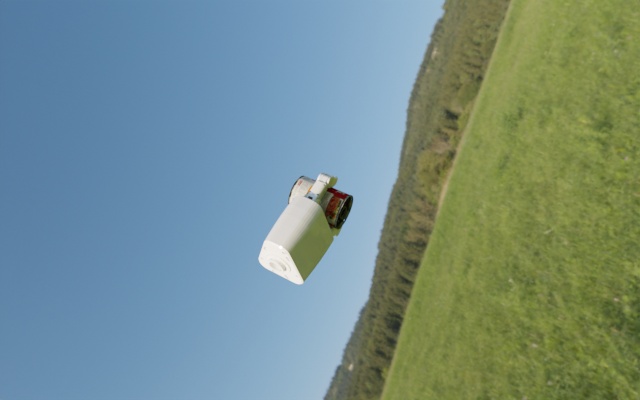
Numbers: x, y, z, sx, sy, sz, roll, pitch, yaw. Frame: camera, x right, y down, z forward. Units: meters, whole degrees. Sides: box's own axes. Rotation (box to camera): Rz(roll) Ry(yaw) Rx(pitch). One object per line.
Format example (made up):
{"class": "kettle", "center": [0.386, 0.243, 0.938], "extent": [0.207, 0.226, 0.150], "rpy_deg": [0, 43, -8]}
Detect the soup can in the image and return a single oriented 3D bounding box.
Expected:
{"class": "soup can", "center": [0.000, 0.002, 0.879], "extent": [0.102, 0.068, 0.068], "rpy_deg": [24, 8, 18]}
